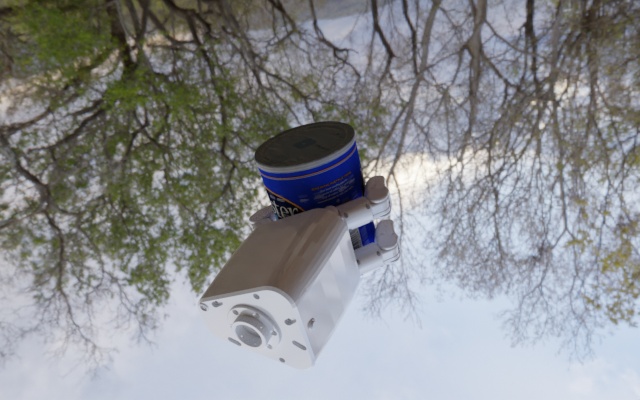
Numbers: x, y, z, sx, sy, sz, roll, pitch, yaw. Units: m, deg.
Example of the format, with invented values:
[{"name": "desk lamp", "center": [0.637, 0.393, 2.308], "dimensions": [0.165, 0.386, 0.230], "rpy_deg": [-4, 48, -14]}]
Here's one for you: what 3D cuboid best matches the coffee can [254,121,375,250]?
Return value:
[{"name": "coffee can", "center": [0.000, 0.001, 0.503], "dimensions": [0.103, 0.140, 0.102], "rpy_deg": [-12, 28, 7]}]
